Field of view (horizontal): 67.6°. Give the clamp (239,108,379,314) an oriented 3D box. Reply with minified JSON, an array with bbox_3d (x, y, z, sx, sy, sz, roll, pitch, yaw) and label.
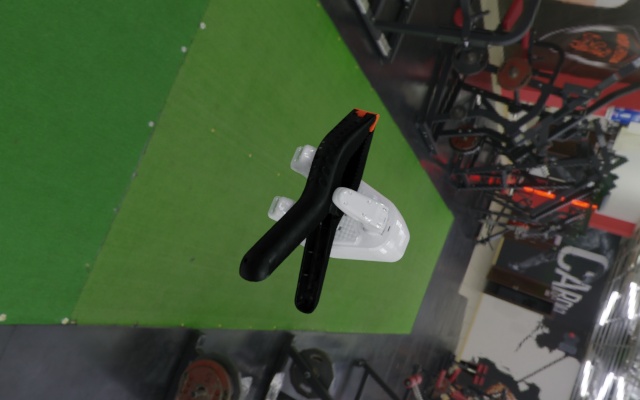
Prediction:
[{"bbox_3d":[0.001,0.001,0.443,0.036,0.210,0.164,20,-8,21],"label":"clamp"}]
